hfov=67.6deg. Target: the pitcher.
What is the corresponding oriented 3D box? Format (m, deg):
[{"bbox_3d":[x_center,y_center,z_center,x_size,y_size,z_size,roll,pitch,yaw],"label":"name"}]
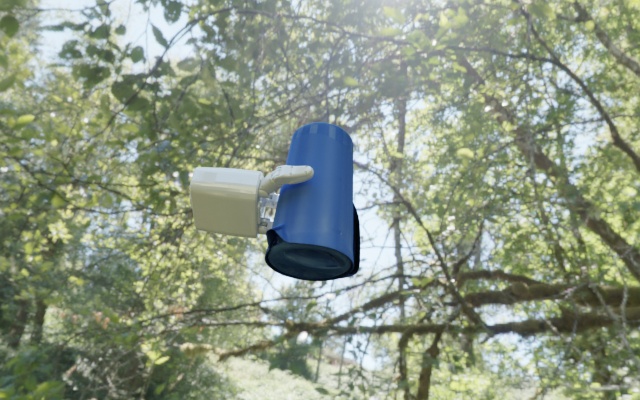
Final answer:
[{"bbox_3d":[0.000,0.002,0.772,0.145,0.242,0.149,5,-32,3],"label":"pitcher"}]
